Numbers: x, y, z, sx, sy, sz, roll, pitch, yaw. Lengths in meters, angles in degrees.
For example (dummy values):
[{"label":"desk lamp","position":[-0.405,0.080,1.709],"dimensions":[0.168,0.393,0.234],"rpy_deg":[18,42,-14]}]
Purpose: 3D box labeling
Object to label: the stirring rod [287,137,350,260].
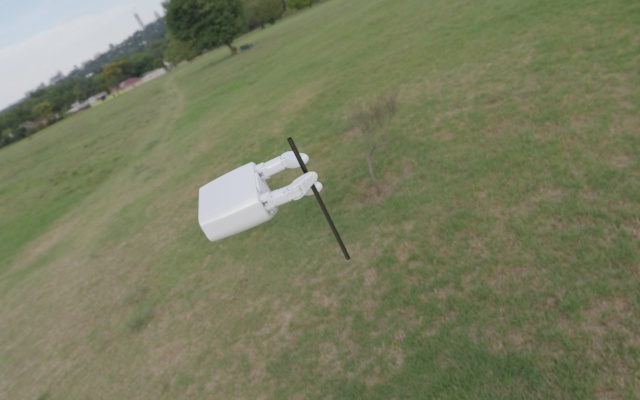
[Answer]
[{"label":"stirring rod","position":[0.000,0.003,0.792],"dimensions":[0.011,0.240,0.011],"rpy_deg":[-22,23,10]}]
